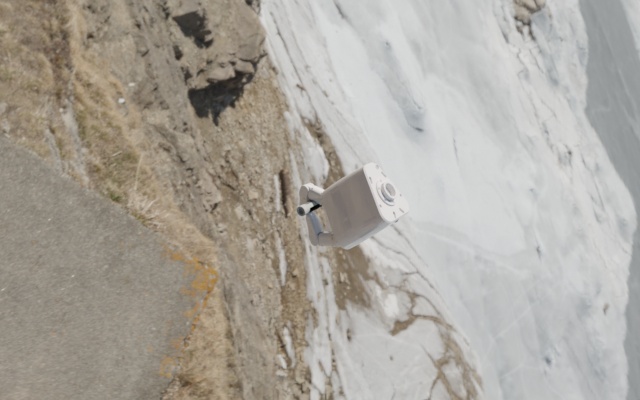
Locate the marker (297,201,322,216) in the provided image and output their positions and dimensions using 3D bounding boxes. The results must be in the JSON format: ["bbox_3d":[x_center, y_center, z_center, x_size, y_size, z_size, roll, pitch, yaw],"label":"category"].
[{"bbox_3d":[0.000,0.003,0.879,0.020,0.020,0.121,0,15,37],"label":"marker"}]
